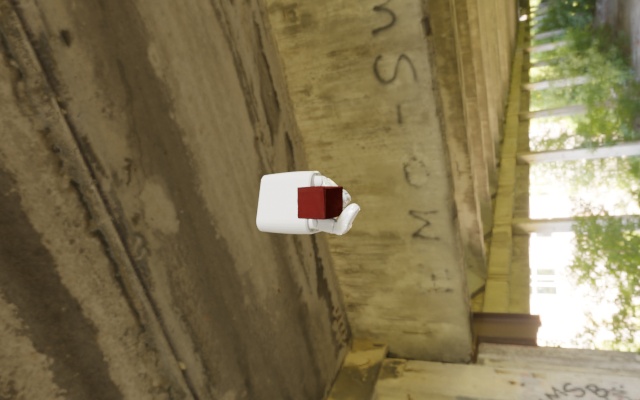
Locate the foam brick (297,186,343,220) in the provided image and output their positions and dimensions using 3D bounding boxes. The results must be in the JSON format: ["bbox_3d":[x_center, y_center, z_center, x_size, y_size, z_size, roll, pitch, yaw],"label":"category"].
[{"bbox_3d":[0.000,0.003,0.796,0.051,0.053,0.078,2,3,25],"label":"foam brick"}]
